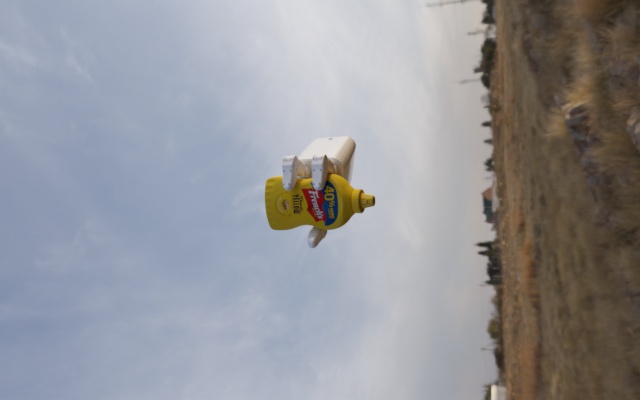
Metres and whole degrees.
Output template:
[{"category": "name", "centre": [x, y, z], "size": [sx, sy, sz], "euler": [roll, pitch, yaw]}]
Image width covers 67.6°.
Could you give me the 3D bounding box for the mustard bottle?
[{"category": "mustard bottle", "centre": [0.000, 0.003, 0.821], "size": [0.191, 0.096, 0.058], "euler": [-1, 6, 22]}]
